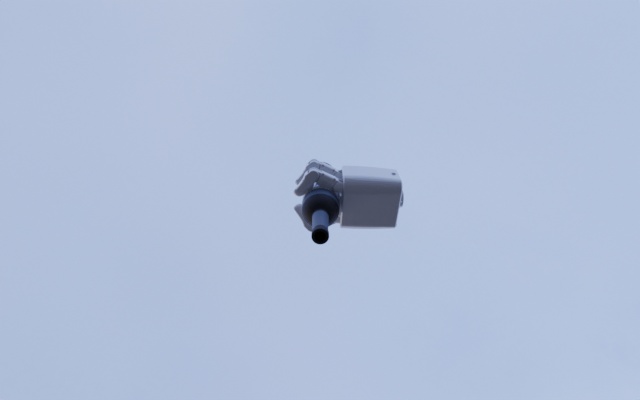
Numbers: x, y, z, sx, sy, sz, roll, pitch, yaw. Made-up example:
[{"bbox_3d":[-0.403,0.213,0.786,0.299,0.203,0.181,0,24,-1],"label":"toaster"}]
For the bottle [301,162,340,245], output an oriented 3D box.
[{"bbox_3d":[0.000,0.003,0.866,0.069,0.069,0.295,0,21,0],"label":"bottle"}]
